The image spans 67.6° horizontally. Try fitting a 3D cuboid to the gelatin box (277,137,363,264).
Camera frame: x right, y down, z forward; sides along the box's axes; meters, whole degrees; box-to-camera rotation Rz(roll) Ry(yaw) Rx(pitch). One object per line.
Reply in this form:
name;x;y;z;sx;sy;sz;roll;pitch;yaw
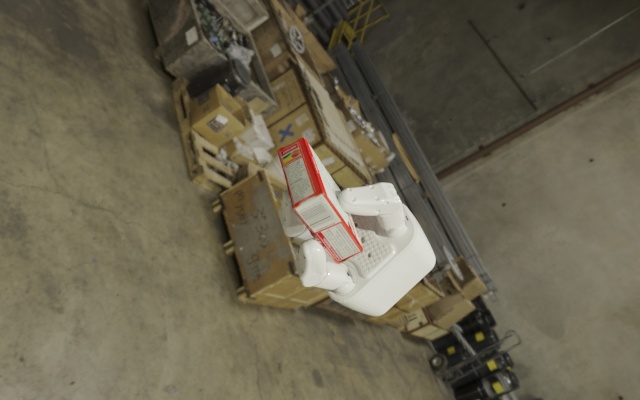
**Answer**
gelatin box;0.000;0.001;0.409;0.030;0.073;0.089;-27;-45;9
